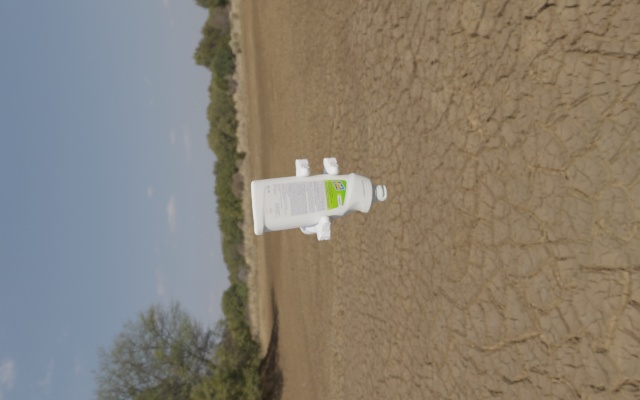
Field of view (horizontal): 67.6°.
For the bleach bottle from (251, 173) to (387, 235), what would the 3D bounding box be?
[{"bbox_3d":[0.000,0.003,0.892,0.251,0.102,0.068,-4,-7,-9],"label":"bleach bottle"}]
